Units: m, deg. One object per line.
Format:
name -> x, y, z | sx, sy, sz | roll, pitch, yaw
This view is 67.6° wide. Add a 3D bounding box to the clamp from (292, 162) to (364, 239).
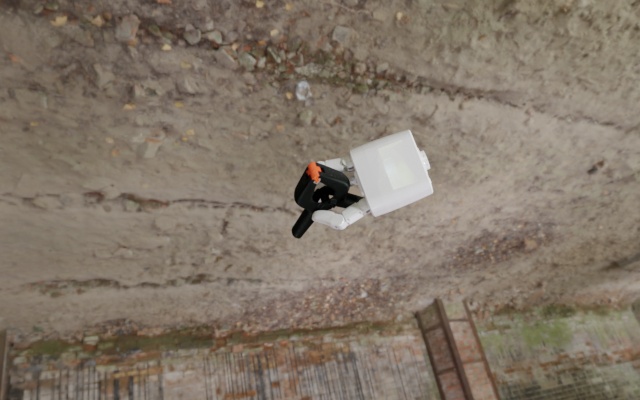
clamp -> 0.000, 0.003, 0.814 | 0.164, 0.036, 0.210 | -23, -28, 8
